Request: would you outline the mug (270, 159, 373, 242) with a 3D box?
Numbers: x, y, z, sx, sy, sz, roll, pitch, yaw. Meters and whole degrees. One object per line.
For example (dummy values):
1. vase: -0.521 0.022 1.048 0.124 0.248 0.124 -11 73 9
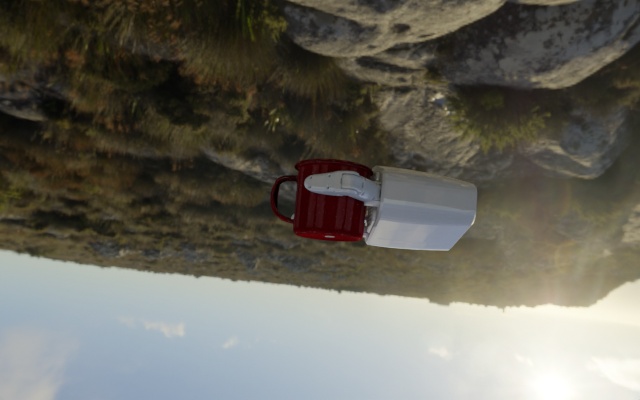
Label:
1. mug: -0.001 0.002 0.553 0.117 0.081 0.093 6 -10 -1
